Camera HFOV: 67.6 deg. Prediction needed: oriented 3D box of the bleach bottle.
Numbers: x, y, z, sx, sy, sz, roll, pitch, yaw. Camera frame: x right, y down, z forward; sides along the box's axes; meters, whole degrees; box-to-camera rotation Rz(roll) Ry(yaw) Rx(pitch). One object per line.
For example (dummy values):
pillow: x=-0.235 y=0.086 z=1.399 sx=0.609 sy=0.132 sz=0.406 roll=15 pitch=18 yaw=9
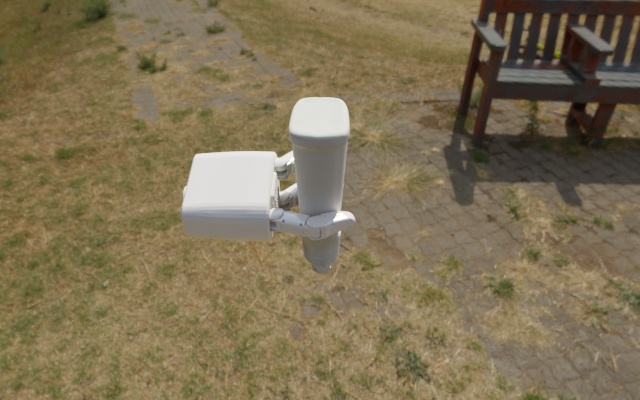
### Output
bleach bottle: x=0.000 y=0.002 z=0.614 sx=0.068 sy=0.251 sz=0.102 roll=1 pitch=37 yaw=2
